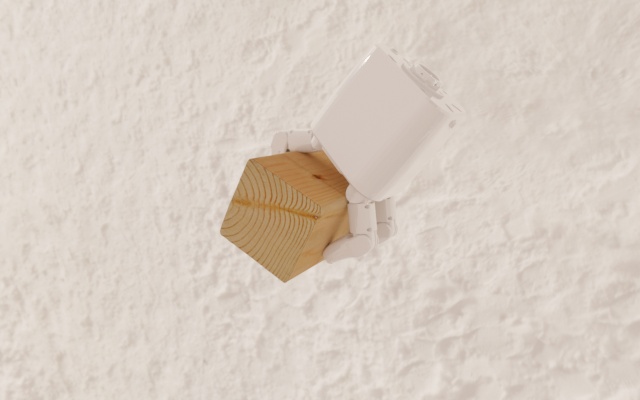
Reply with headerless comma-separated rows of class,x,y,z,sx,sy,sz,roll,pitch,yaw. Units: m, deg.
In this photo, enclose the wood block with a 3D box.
wood block,0.000,0.001,0.531,0.091,0.090,0.206,34,24,20
